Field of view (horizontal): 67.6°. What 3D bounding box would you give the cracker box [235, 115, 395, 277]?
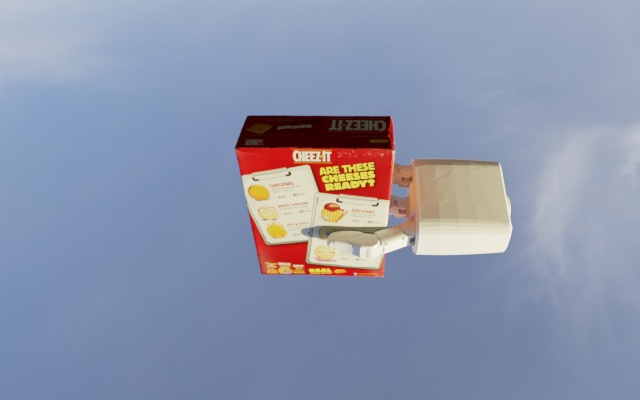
[{"bbox_3d":[0.000,0.002,0.573,0.164,0.214,0.072,1,44,4],"label":"cracker box"}]
